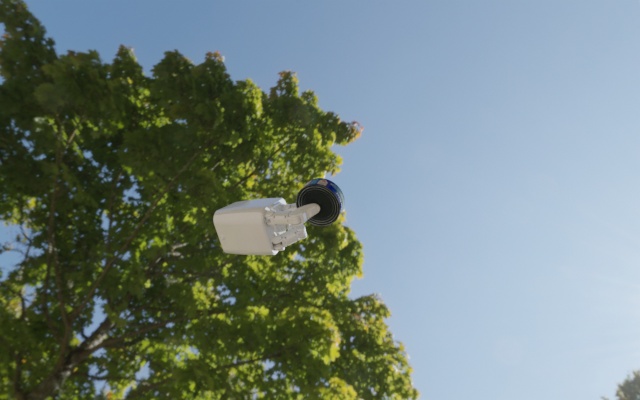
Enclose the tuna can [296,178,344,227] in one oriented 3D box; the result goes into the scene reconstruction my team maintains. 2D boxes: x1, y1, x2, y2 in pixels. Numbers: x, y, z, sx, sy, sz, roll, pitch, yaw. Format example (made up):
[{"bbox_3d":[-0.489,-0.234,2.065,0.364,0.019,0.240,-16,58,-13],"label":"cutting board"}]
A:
[{"bbox_3d":[0.000,0.003,0.878,0.086,0.086,0.033,0,27,22],"label":"tuna can"}]
